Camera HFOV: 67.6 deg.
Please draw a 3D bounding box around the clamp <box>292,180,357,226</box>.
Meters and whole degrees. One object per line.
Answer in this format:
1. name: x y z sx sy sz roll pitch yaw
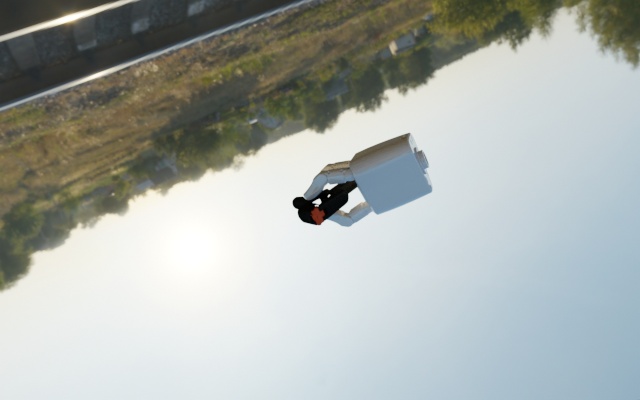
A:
1. clamp: 0.001 0.004 0.857 0.164 0.036 0.210 -23 11 20
